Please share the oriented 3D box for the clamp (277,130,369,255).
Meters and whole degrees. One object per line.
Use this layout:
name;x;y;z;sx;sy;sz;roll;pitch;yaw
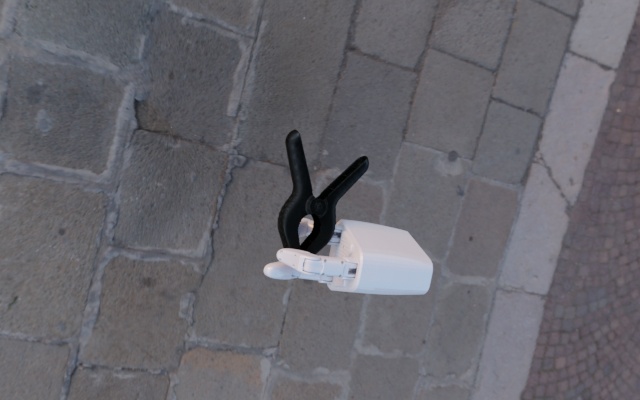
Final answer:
clamp;0.000;0.002;0.621;0.120;0.171;0.039;8;6;-19
